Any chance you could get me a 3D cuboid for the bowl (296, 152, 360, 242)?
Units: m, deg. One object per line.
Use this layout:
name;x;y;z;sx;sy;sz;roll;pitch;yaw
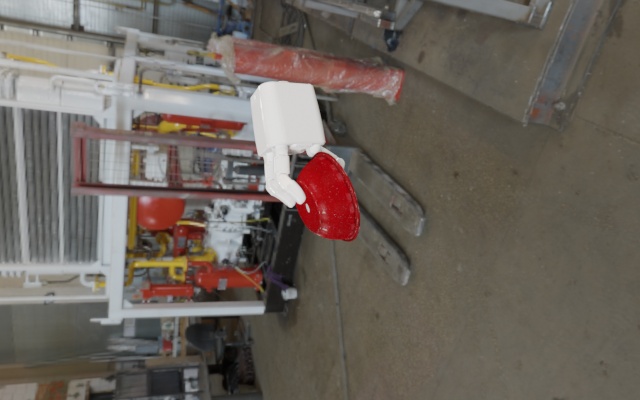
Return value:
bowl;0.000;0.004;0.799;0.055;0.162;0.162;-21;8;-23
